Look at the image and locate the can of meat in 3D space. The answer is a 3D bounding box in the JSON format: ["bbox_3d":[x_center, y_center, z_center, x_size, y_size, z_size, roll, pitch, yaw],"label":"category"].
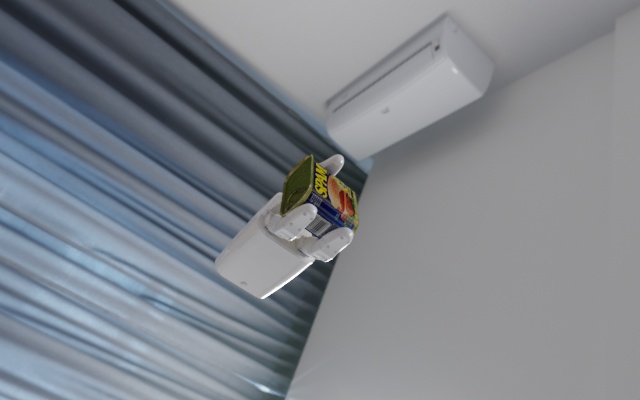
[{"bbox_3d":[0.000,0.002,0.611,0.084,0.057,0.102,37,26,-21],"label":"can of meat"}]
